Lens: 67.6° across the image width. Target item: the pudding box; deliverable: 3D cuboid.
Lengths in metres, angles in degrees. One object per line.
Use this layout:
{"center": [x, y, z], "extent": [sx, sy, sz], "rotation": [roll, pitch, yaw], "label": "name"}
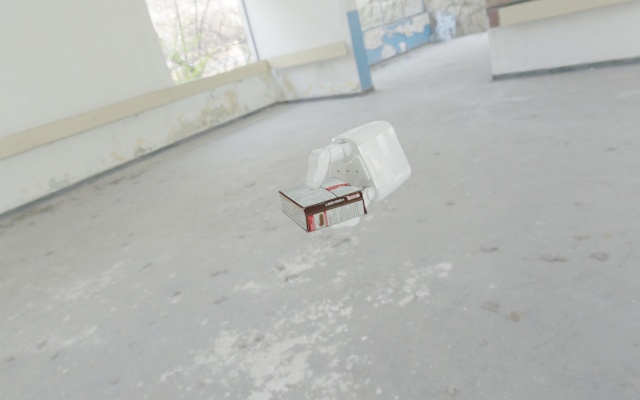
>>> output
{"center": [0.000, 0.002, 0.674], "extent": [0.090, 0.039, 0.113], "rotation": [-18, 17, -17], "label": "pudding box"}
